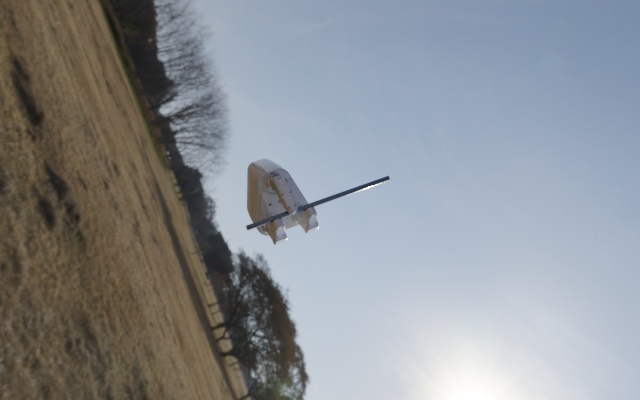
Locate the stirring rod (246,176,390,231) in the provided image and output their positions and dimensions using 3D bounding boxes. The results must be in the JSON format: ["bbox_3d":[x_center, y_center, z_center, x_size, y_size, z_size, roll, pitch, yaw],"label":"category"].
[{"bbox_3d":[0.000,0.002,0.740,0.239,0.011,0.011,-19,5,-14],"label":"stirring rod"}]
